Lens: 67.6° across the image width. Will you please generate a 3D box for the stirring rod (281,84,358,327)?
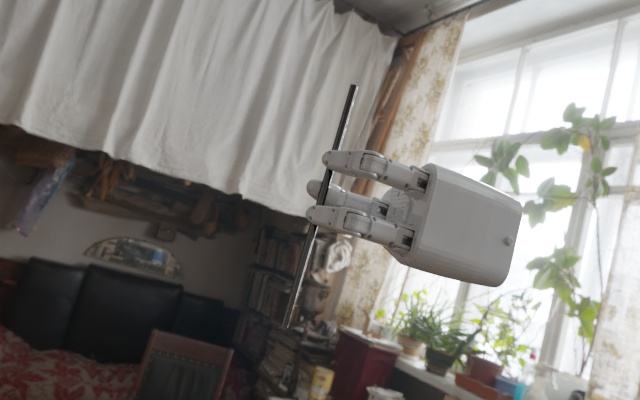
[{"bbox_3d":[0.000,0.002,0.457,0.011,0.239,0.011,16,-7,2],"label":"stirring rod"}]
